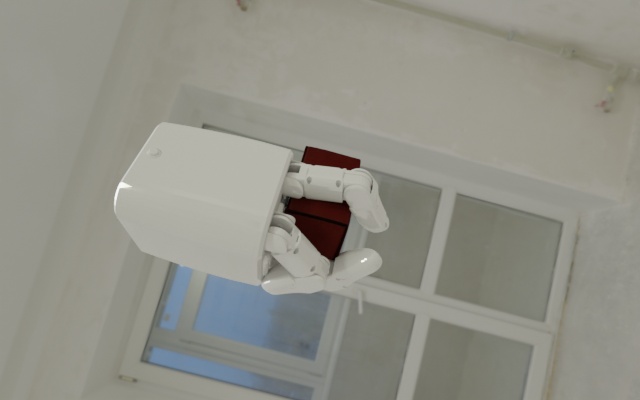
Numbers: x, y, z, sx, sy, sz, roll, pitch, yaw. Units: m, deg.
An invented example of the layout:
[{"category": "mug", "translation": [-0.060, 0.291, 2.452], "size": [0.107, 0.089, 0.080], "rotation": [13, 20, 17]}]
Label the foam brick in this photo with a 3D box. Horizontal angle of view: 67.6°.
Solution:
[{"category": "foam brick", "translation": [0.000, 0.001, 0.406], "size": [0.051, 0.078, 0.053], "rotation": [14, -42, 0]}]
